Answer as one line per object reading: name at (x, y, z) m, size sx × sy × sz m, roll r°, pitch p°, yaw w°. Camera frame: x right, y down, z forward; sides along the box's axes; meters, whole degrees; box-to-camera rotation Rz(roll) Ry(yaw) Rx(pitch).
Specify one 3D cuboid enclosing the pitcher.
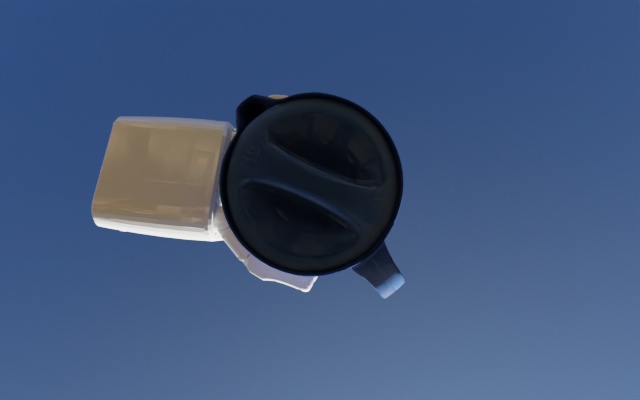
pitcher at (0.000, 0.001, 0.456) m, size 0.145 × 0.149 × 0.243 m, roll 5°, pitch -2°, yaw 1°
